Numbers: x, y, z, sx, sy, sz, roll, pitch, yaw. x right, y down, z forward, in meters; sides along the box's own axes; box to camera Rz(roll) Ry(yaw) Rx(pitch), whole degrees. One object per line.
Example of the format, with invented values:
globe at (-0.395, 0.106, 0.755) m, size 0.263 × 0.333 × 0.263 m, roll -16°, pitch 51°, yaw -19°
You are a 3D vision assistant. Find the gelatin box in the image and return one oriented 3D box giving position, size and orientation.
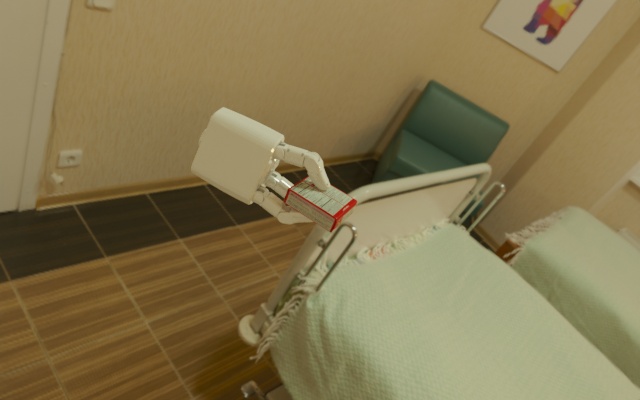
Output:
gelatin box at (0.001, 0.002, 0.721) m, size 0.089 × 0.030 × 0.073 m, roll 31°, pitch 33°, yaw 15°
